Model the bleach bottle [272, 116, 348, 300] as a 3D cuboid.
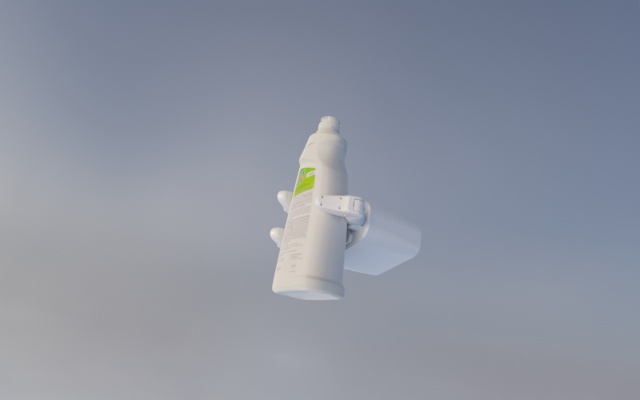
[{"bbox_3d":[0.000,0.002,0.638,0.068,0.250,0.102,21,-21,-31],"label":"bleach bottle"}]
